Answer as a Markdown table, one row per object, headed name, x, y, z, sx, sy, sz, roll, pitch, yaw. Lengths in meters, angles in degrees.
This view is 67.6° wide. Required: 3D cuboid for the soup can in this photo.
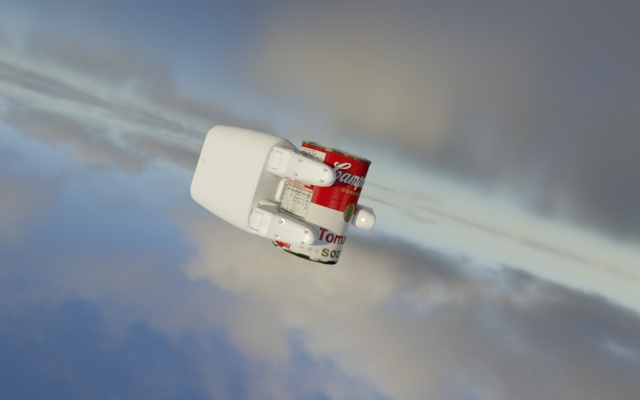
| name | x | y | z | sx | sy | sz | roll | pitch | yaw |
| --- | --- | --- | --- | --- | --- | --- | --- | --- | --- |
| soup can | 0.000 | 0.002 | 0.449 | 0.068 | 0.102 | 0.068 | 18 | 3 | -1 |
